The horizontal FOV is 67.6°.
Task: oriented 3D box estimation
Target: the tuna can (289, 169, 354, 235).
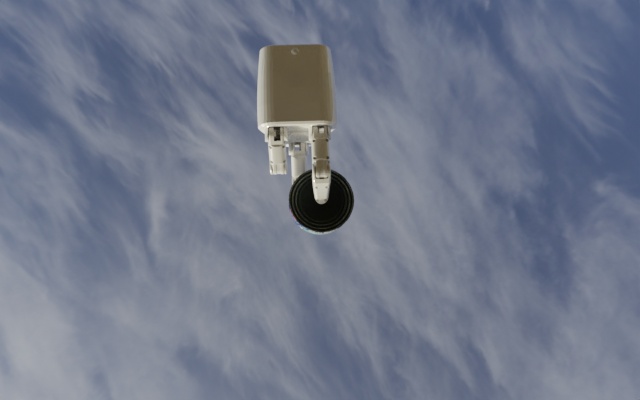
[{"bbox_3d":[0.000,0.002,0.636,0.086,0.086,0.034,0,-11,-5],"label":"tuna can"}]
